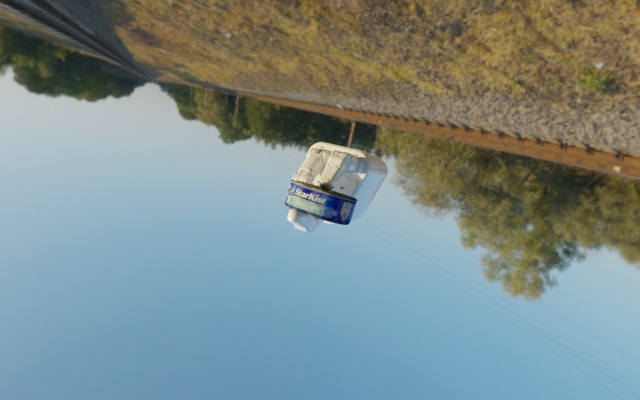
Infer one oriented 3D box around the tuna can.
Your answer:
[{"bbox_3d":[0.000,0.002,0.587,0.086,0.034,0.086,17,4,-1],"label":"tuna can"}]
